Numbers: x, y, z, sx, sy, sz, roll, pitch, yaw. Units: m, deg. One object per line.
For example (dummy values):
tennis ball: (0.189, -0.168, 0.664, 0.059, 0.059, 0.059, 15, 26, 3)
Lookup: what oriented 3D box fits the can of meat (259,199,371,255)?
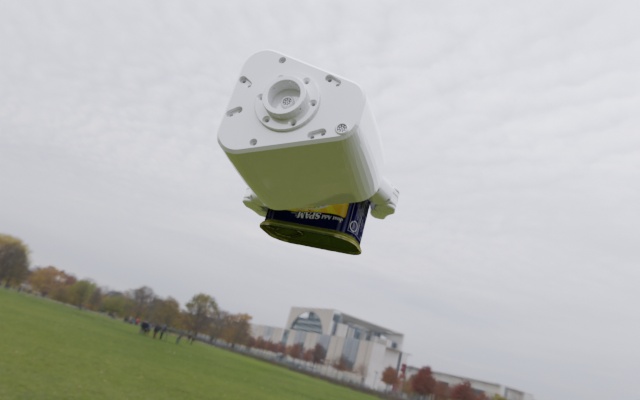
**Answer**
can of meat: (0.000, 0.001, 0.484, 0.102, 0.084, 0.057, 9, -19, 21)
